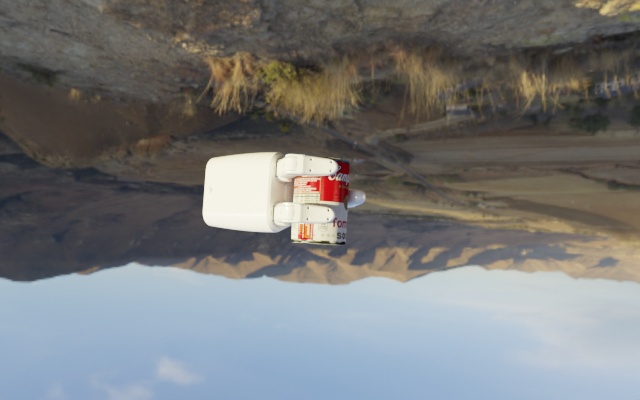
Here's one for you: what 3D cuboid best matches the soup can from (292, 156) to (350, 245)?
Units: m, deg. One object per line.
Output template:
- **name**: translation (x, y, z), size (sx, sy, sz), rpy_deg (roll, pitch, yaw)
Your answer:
- **soup can**: translation (0.001, 0.002, 0.583), size (0.068, 0.102, 0.068), rpy_deg (3, -4, 0)
